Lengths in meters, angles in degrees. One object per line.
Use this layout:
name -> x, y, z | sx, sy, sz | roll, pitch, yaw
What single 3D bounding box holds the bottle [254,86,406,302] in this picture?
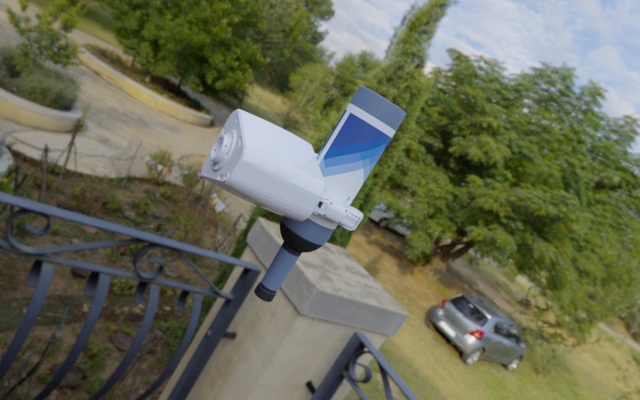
bottle -> 0.000, 0.002, 0.603 | 0.069, 0.296, 0.069 | 31, 10, -6
